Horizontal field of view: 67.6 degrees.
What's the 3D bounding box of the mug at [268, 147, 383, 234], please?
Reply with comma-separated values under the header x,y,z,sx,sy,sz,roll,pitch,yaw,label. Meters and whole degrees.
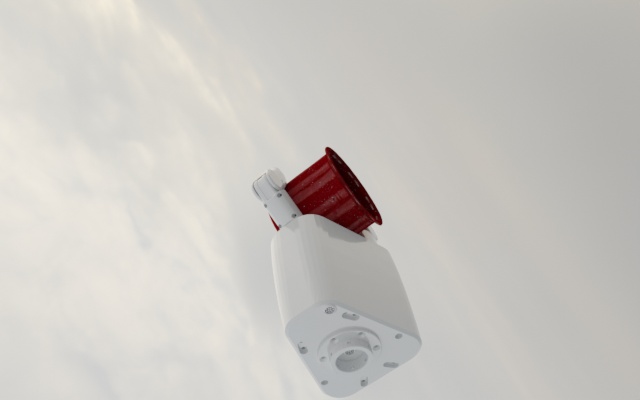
x,y,z,sx,sy,sz,roll,pitch,yaw,label
0.000,0.001,0.483,0.081,0.093,0.117,-36,30,12,mug
